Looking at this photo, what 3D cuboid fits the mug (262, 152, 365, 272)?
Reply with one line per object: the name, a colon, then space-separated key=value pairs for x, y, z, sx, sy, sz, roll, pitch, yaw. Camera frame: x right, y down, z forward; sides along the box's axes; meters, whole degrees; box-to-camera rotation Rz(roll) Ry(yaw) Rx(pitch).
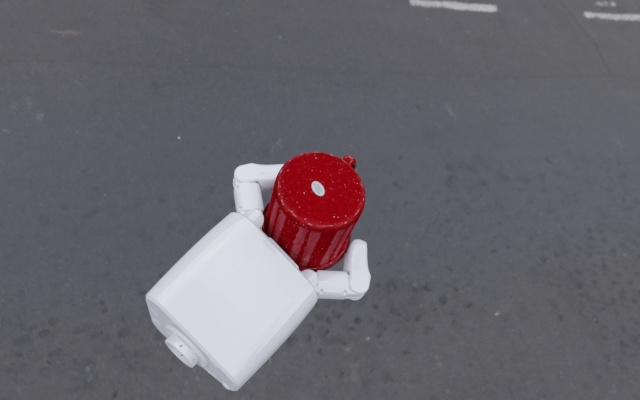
mug: x=0.001 y=0.000 z=0.451 sx=0.093 sy=0.117 sz=0.081 roll=36 pitch=-31 yaw=9
